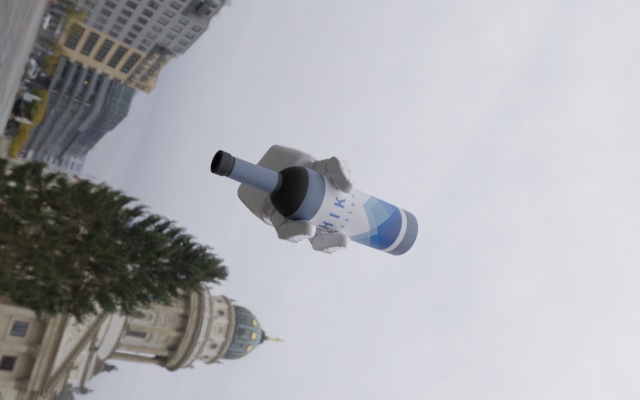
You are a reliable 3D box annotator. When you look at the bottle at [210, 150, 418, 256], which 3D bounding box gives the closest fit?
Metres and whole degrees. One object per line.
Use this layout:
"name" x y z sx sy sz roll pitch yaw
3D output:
"bottle" 0.000 0.002 0.603 0.296 0.069 0.069 21 -12 -33
